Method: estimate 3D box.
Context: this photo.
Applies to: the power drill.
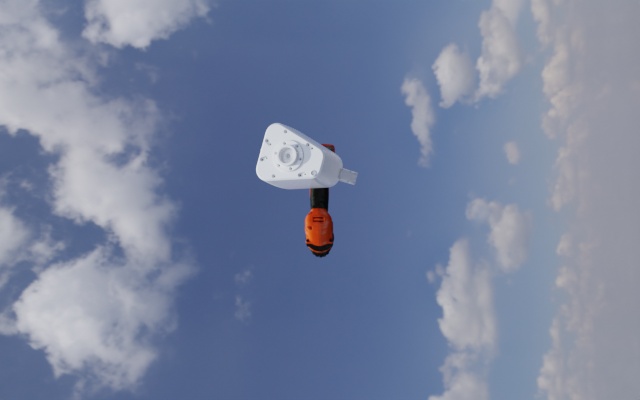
[{"bbox_3d":[0.000,0.002,0.895,0.057,0.187,0.184,-1,-21,-1],"label":"power drill"}]
